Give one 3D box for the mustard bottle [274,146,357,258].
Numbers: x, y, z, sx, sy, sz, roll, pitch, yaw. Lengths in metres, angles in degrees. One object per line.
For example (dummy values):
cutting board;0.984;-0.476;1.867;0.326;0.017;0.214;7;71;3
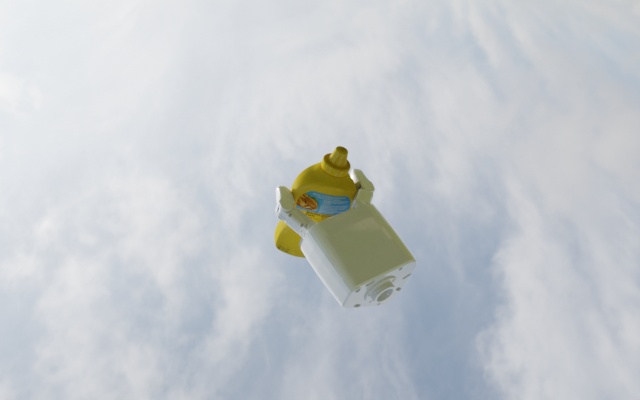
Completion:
mustard bottle;0.000;0.002;0.704;0.096;0.192;0.058;10;39;-17
